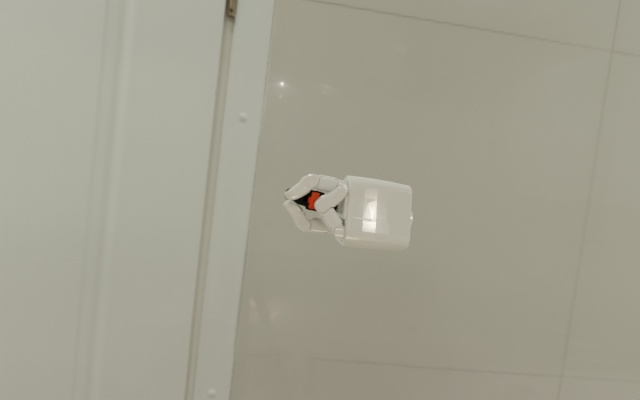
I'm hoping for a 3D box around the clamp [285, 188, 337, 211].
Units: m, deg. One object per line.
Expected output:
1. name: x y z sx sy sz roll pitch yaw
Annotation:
1. clamp: 0.000 0.002 0.842 0.120 0.039 0.171 8 4 -8
